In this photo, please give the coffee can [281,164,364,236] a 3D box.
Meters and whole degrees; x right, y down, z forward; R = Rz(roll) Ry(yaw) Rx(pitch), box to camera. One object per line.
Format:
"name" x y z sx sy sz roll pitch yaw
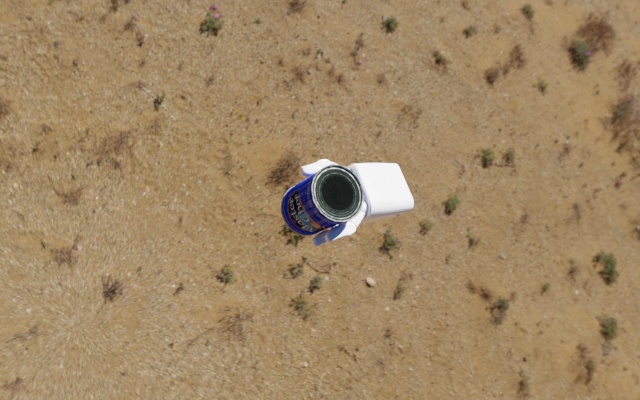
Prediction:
"coffee can" 0.000 0.003 0.873 0.103 0.102 0.140 0 -13 -27
